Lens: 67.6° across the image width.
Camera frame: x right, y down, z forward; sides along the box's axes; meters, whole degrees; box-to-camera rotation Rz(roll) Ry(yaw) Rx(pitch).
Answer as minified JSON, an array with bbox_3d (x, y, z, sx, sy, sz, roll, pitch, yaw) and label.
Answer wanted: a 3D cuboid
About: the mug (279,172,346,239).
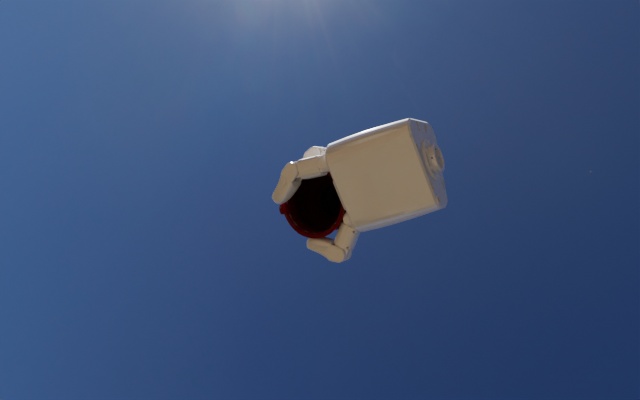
[{"bbox_3d":[-0.001,0.002,0.638,0.117,0.093,0.081,-16,-5,31],"label":"mug"}]
